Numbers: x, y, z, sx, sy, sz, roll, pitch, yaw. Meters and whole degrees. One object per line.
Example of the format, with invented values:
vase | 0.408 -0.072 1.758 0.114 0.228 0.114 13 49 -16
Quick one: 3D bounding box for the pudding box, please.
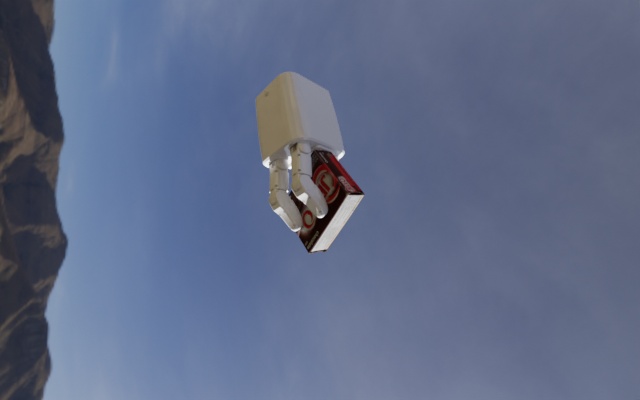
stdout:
pudding box | 0.000 0.002 0.653 0.039 0.113 0.090 0 42 -39
